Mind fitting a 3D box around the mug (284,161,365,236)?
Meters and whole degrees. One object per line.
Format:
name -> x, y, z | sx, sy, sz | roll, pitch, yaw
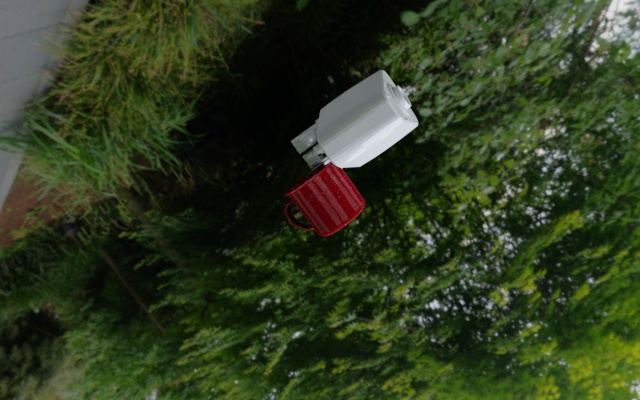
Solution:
mug -> -0.001, 0.003, 0.679 | 0.117, 0.081, 0.093 | -33, 8, 24
